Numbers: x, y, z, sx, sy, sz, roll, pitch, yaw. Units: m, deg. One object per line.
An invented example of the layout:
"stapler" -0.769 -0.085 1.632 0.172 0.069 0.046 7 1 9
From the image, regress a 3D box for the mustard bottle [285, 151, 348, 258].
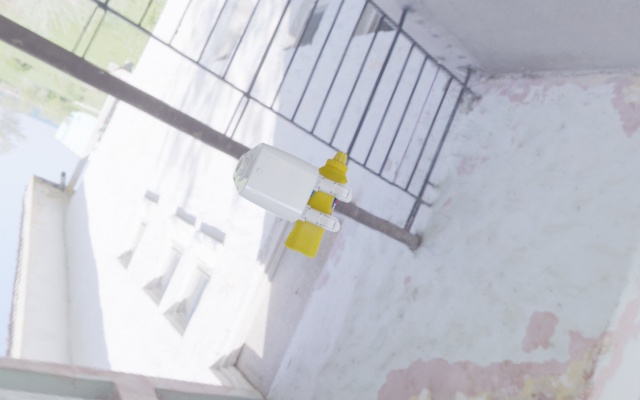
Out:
"mustard bottle" 0.000 0.003 0.836 0.058 0.191 0.096 24 -5 1
